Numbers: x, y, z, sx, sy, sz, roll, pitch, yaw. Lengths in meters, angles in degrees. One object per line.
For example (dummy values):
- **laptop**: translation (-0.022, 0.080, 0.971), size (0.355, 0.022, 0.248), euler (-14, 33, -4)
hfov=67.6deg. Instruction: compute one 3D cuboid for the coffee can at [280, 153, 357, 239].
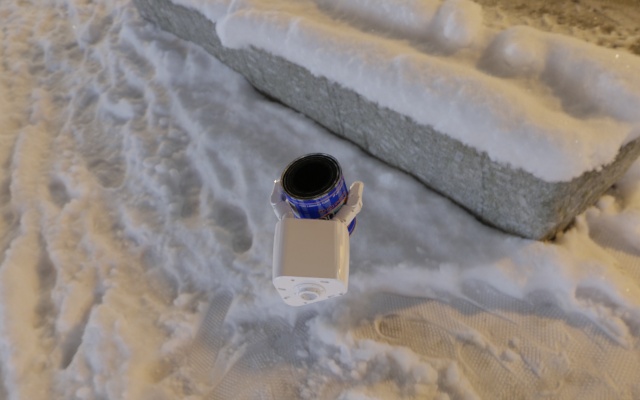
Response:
- **coffee can**: translation (0.000, 0.003, 0.821), size (0.103, 0.102, 0.140), euler (0, -38, 17)
